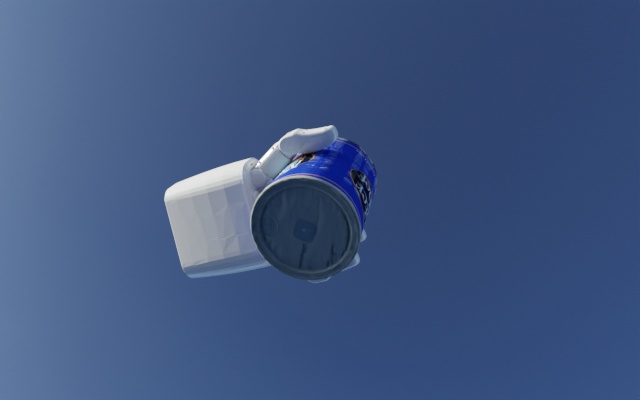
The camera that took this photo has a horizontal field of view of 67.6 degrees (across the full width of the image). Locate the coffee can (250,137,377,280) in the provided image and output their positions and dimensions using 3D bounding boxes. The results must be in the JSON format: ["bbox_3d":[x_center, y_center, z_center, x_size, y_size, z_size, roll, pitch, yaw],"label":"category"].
[{"bbox_3d":[0.000,0.002,0.491,0.103,0.103,0.140,0,22,14],"label":"coffee can"}]
